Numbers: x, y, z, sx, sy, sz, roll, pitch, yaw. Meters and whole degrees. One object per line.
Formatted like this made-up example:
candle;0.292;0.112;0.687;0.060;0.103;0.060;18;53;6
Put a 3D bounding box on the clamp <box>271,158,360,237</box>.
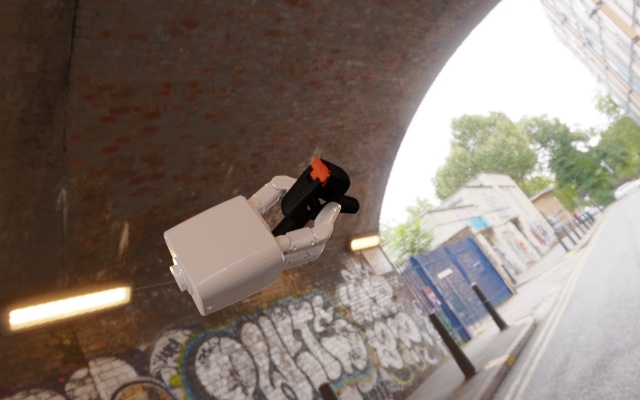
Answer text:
clamp;0.000;0.001;0.630;0.164;0.036;0.210;-25;-19;-22
